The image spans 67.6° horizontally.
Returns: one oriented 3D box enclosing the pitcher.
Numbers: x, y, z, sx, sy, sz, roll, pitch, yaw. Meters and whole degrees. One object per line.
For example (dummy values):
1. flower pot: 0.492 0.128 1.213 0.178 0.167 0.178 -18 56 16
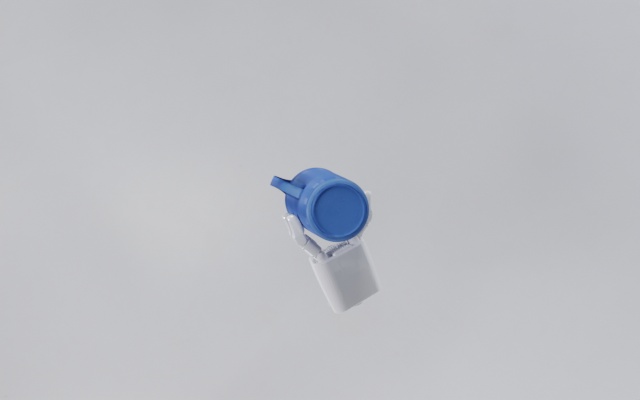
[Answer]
1. pitcher: 0.000 0.003 0.899 0.149 0.145 0.243 -21 8 -7
